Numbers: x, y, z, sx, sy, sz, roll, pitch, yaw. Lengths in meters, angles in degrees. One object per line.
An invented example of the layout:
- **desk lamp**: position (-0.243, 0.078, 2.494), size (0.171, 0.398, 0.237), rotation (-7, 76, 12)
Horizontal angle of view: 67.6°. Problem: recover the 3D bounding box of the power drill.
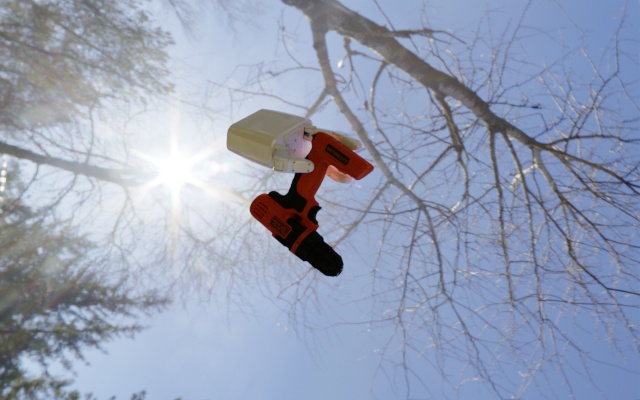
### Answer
- **power drill**: position (0.000, 0.002, 0.749), size (0.184, 0.188, 0.057), rotation (38, 10, 13)
